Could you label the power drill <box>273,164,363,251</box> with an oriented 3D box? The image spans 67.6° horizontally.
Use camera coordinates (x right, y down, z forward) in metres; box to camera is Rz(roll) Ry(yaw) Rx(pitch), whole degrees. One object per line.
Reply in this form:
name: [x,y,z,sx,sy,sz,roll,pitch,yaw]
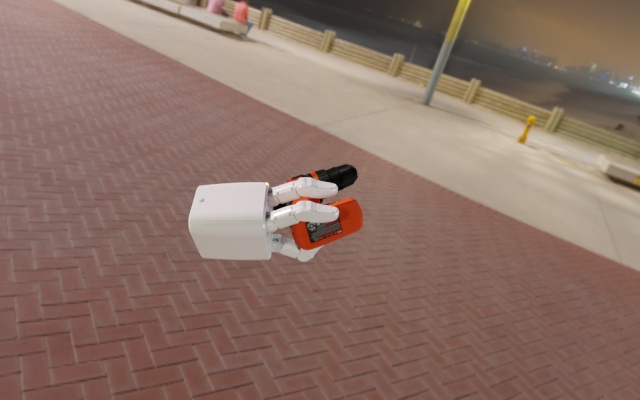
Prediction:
power drill: [0.000,0.003,0.768,0.184,0.057,0.187,-22,22,-10]
